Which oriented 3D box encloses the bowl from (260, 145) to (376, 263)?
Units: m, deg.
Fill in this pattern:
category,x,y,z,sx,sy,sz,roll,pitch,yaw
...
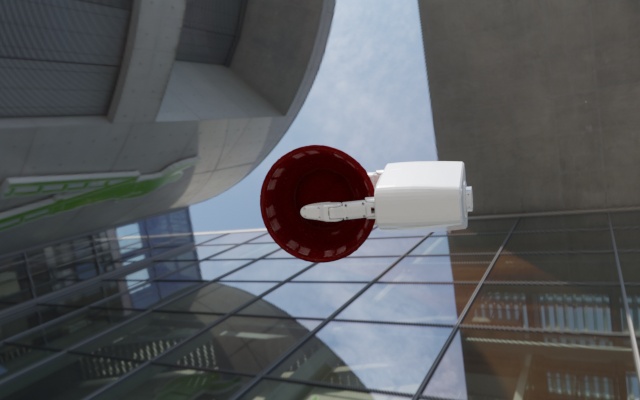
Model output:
category,x,y,z,sx,sy,sz,roll,pitch,yaw
bowl,-0.001,0.002,0.666,0.162,0.162,0.055,0,10,11
